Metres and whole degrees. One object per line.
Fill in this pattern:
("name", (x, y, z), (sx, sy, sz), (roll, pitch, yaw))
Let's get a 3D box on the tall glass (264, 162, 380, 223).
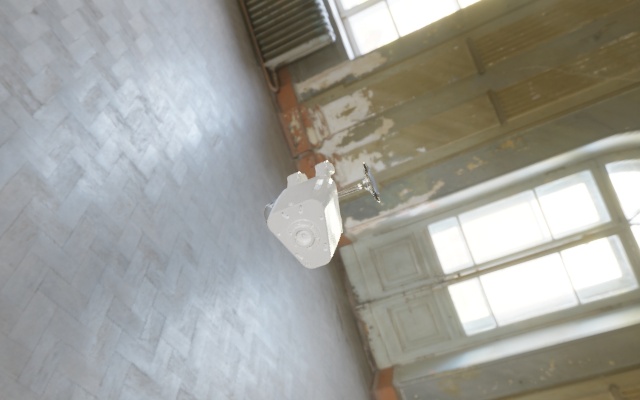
("tall glass", (0.001, 0.003, 0.857), (0.201, 0.079, 0.079), (-21, -6, 16))
